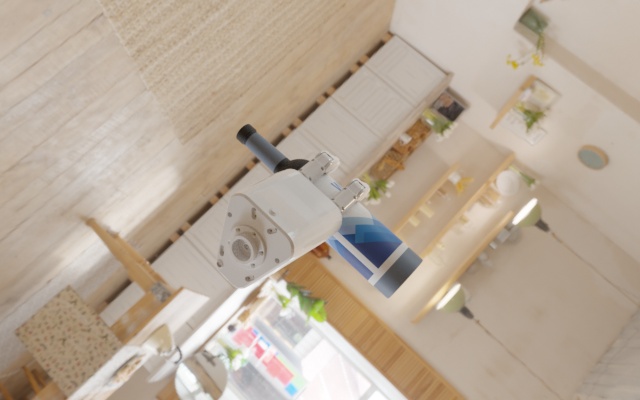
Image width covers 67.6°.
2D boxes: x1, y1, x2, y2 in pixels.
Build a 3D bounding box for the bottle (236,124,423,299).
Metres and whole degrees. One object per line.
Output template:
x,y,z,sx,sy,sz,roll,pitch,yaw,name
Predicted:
0.000,0.002,0.627,0.295,0.069,0.069,42,10,12,bottle
